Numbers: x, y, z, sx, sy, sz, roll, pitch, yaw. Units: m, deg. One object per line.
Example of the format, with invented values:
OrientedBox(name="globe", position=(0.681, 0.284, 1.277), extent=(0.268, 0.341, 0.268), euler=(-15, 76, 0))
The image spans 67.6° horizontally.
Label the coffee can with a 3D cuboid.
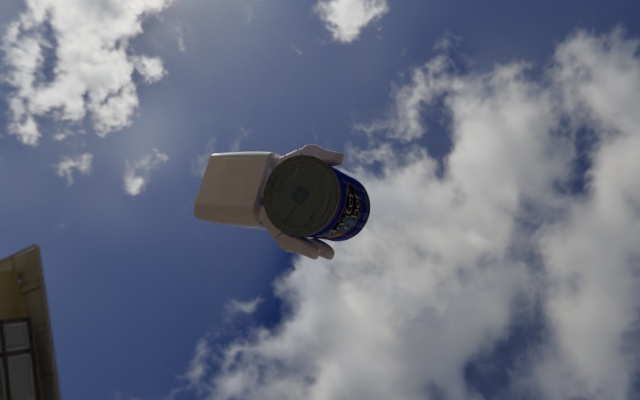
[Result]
OrientedBox(name="coffee can", position=(0.000, 0.002, 0.655), extent=(0.103, 0.103, 0.140), euler=(0, -7, 22))
